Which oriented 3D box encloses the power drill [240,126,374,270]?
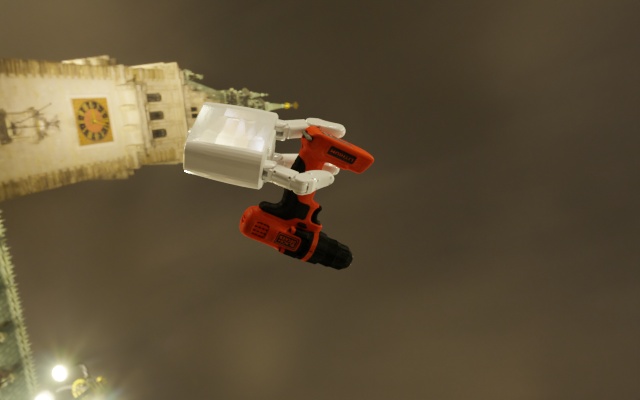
[{"bbox_3d":[0.000,0.002,0.694,0.184,0.188,0.057,23,12,-23],"label":"power drill"}]
